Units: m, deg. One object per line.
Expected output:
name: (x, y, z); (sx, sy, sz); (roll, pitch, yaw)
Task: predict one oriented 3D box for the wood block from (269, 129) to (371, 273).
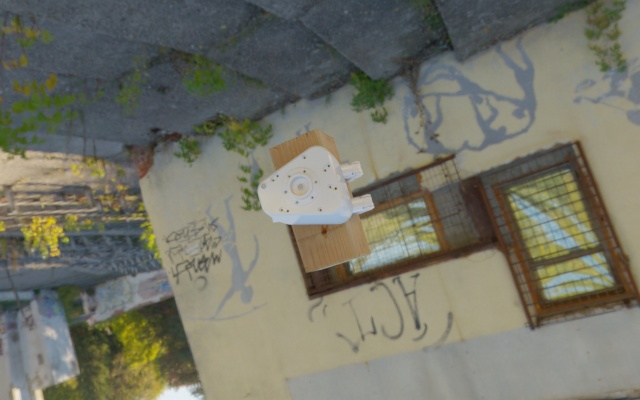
wood block: (0.000, 0.003, 0.772); (0.091, 0.206, 0.090); (-20, -9, 17)
